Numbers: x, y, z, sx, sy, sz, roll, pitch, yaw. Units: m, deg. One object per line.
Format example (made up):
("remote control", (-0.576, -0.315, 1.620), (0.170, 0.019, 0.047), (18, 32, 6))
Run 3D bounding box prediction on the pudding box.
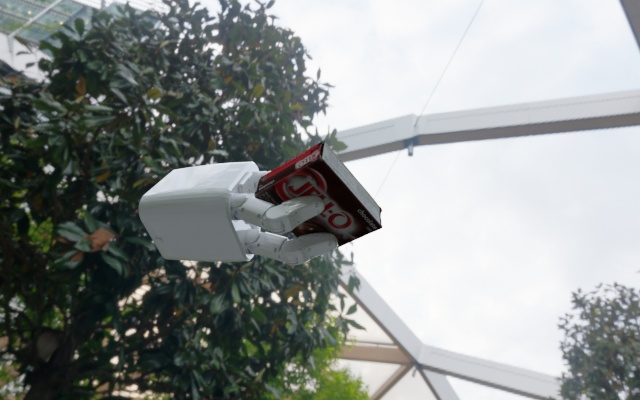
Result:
("pudding box", (0.000, 0.002, 0.515), (0.090, 0.039, 0.113), (-27, -56, 29))
